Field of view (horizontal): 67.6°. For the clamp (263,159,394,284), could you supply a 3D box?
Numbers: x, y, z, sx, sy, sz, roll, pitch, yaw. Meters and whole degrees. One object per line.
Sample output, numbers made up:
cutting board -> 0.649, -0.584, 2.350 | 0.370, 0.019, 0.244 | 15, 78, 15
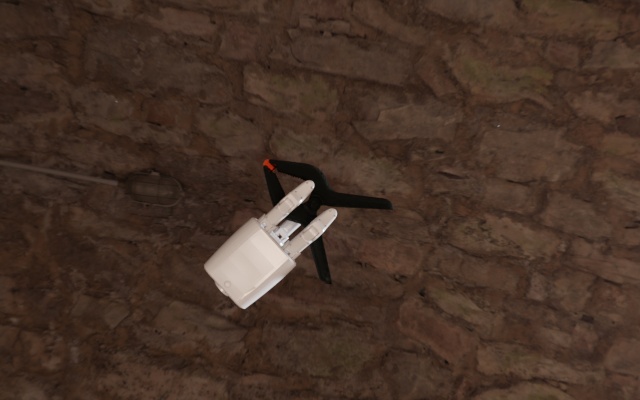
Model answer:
clamp -> -0.001, 0.002, 0.749 | 0.164, 0.210, 0.036 | -43, 1, -7
